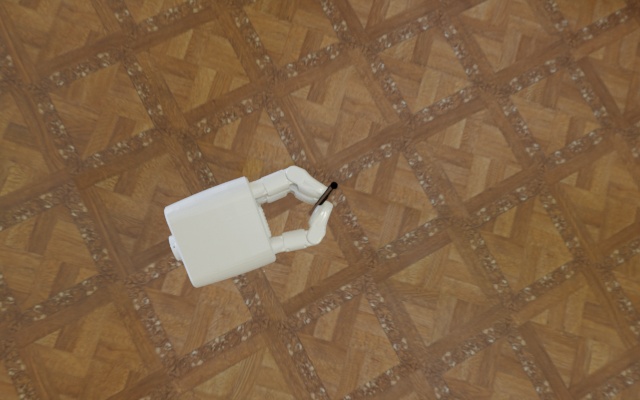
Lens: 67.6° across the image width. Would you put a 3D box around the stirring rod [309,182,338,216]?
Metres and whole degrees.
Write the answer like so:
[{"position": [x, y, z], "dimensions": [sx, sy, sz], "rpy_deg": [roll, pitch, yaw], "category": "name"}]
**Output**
[{"position": [0.000, 0.002, 0.611], "dimensions": [0.011, 0.011, 0.239], "rpy_deg": [0, -8, -7], "category": "stirring rod"}]
